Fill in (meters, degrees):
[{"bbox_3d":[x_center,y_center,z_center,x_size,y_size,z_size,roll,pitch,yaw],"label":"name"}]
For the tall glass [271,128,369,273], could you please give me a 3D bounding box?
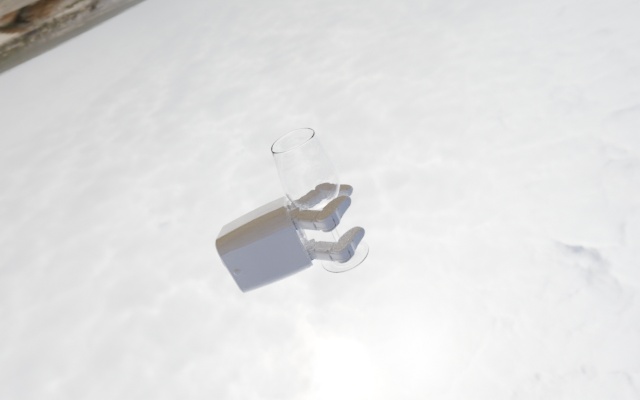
[{"bbox_3d":[0.000,0.003,0.658,0.079,0.201,0.079,-18,29,11],"label":"tall glass"}]
